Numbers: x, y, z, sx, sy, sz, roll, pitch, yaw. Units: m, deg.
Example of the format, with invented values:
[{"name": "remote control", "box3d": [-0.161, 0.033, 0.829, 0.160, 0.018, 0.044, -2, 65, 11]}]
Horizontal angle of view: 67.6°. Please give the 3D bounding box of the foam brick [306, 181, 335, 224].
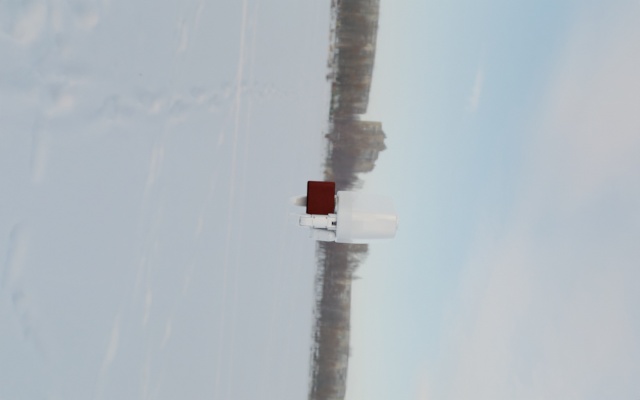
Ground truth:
[{"name": "foam brick", "box3d": [0.000, 0.003, 0.881, 0.051, 0.078, 0.053, 3, 7, 1]}]
